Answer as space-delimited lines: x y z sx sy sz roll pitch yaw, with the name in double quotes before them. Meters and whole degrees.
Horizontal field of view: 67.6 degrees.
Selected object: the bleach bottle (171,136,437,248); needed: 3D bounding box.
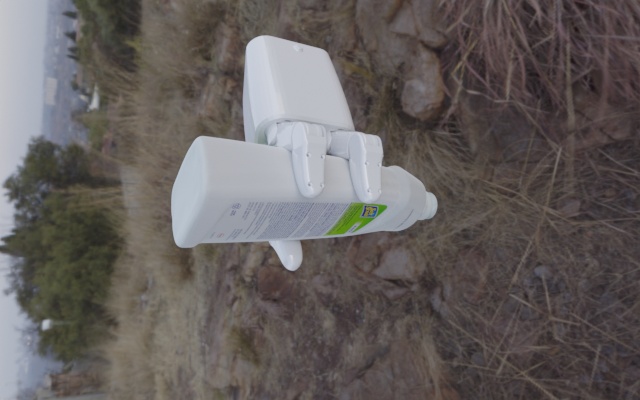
"bleach bottle" 0.000 0.001 0.444 0.251 0.068 0.103 5 -32 -30
